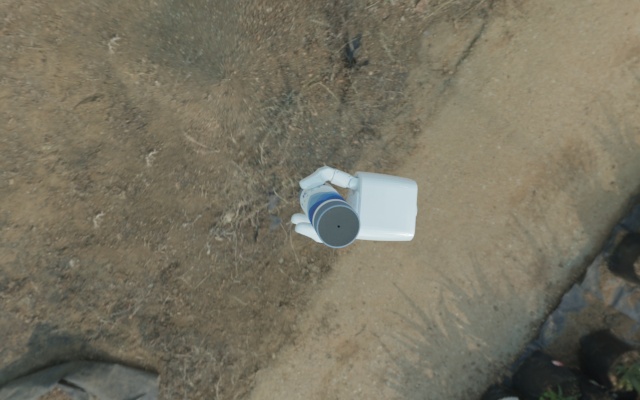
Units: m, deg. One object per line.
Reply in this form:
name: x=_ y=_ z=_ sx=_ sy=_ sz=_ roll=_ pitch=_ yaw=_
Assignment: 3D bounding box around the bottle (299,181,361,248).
bottle: x=0.000 y=0.003 z=0.836 sx=0.069 sy=0.069 sz=0.295 roll=0 pitch=14 yaw=-11
